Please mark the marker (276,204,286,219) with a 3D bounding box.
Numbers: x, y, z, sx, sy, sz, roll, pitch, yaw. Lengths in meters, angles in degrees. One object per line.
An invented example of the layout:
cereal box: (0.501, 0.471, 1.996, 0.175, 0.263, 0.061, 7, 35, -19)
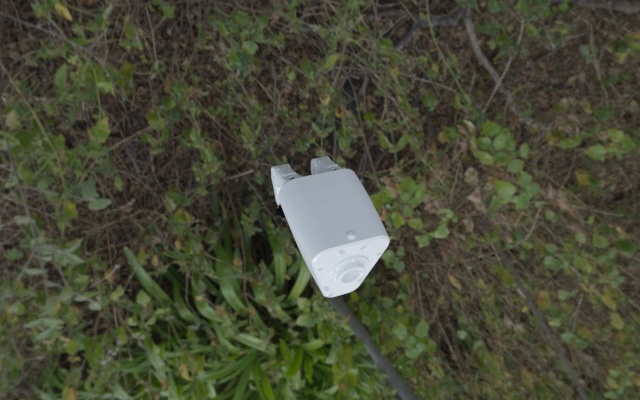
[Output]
marker: (0.000, 0.002, 0.627, 0.121, 0.020, 0.020, -13, 4, -18)
